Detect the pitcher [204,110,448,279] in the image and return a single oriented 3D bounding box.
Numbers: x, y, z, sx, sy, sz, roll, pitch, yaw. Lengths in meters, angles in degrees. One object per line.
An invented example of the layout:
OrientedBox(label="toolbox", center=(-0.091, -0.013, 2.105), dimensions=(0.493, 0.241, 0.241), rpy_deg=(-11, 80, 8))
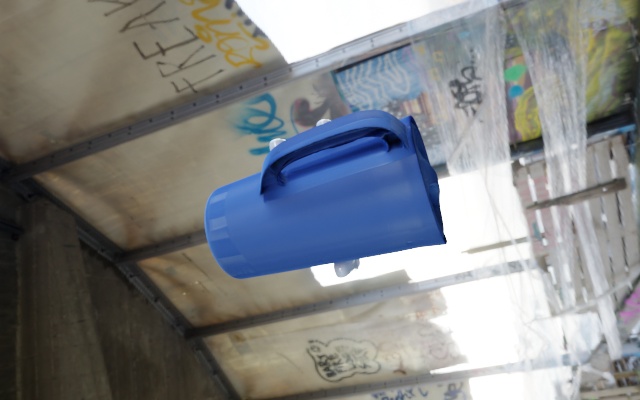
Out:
OrientedBox(label="pitcher", center=(0.000, 0.002, 0.503), dimensions=(0.243, 0.149, 0.145), rpy_deg=(-15, 6, 17))
